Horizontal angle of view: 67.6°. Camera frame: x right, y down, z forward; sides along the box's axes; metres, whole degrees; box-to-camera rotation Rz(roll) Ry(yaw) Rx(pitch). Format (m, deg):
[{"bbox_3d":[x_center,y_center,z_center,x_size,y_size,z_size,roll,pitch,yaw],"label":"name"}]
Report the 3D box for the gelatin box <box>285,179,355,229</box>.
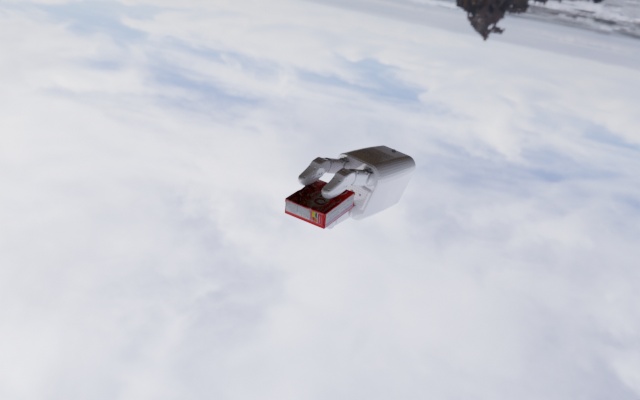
[{"bbox_3d":[0.000,0.003,0.729,0.073,0.030,0.089,21,34,27],"label":"gelatin box"}]
